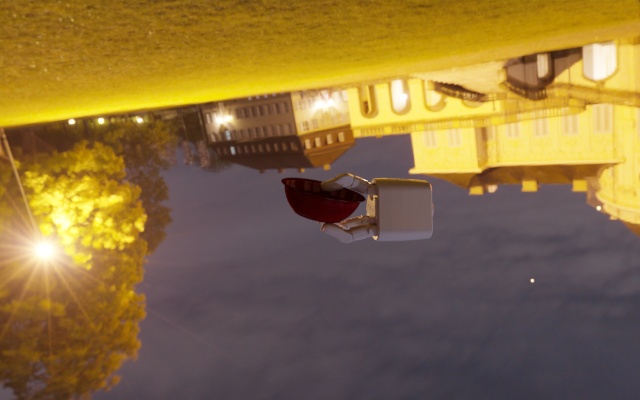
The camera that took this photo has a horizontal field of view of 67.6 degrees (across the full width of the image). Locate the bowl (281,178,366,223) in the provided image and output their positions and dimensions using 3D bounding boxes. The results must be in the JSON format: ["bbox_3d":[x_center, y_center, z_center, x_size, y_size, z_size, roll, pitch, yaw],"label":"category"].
[{"bbox_3d":[-0.001,0.003,0.899,0.162,0.055,0.162,13,11,-3],"label":"bowl"}]
